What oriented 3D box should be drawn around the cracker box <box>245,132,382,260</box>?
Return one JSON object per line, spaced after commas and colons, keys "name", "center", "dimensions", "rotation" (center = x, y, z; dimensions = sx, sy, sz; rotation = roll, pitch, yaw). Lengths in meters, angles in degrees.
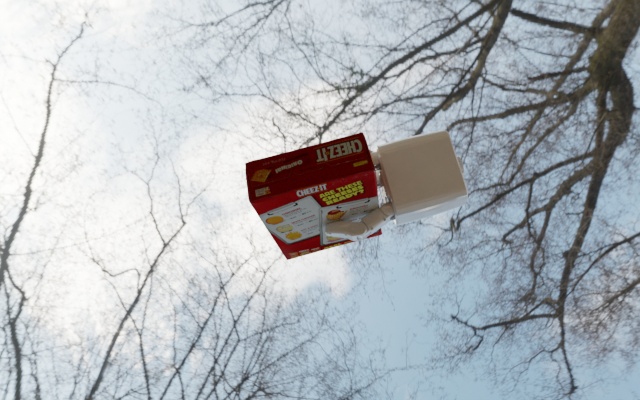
{"name": "cracker box", "center": [0.000, 0.003, 0.696], "dimensions": [0.164, 0.072, 0.214], "rotation": [-15, -28, 2]}
